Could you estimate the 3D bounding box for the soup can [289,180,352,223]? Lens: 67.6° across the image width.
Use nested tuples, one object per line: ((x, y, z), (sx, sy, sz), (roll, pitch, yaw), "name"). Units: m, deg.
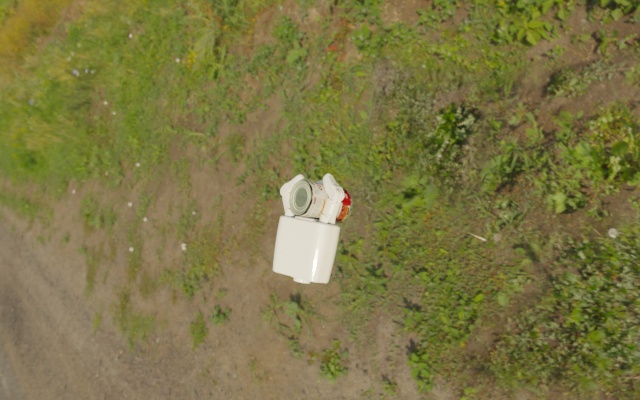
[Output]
((0.000, 0.002, 0.893), (0.102, 0.068, 0.068), (12, -8, -40), "soup can")
